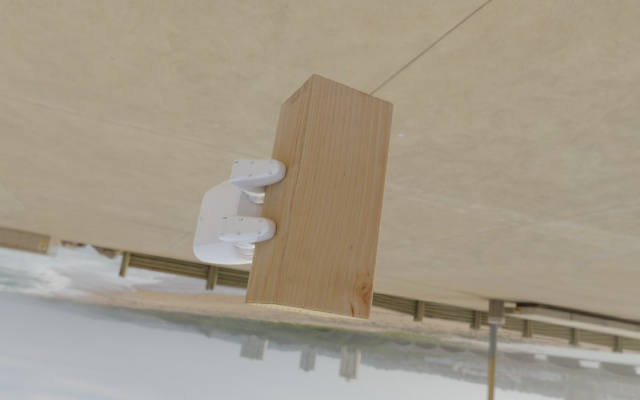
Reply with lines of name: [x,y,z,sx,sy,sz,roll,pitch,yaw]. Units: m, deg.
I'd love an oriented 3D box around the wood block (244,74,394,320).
wood block: [0.000,0.002,0.456,0.091,0.206,0.090,15,-17,-23]
